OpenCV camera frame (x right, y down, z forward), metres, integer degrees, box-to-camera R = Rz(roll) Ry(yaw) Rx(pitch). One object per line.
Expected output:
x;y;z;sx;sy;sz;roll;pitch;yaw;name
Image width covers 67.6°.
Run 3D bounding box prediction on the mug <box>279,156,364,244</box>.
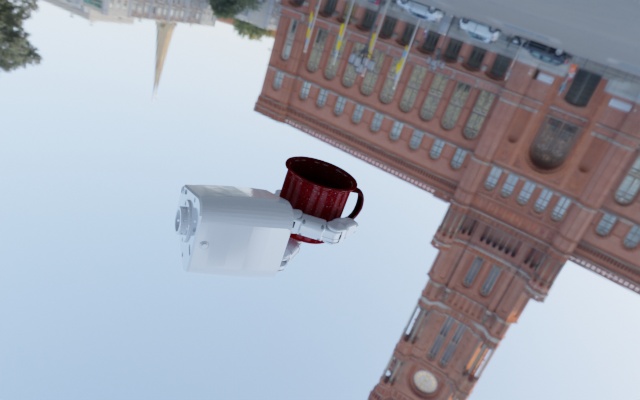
0.001;0.002;0.605;0.117;0.081;0.093;7;26;-27;mug
